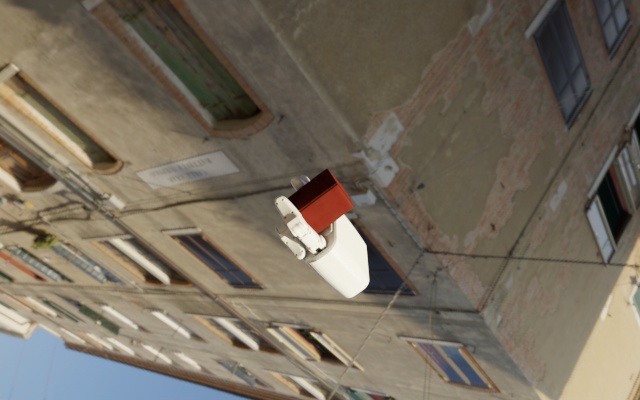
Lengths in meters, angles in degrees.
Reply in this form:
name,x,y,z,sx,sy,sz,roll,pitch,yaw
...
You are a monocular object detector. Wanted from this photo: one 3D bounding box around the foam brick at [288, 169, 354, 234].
name,x,y,z,sx,sy,sz,roll,pitch,yaw
foam brick,0.000,0.002,0.699,0.078,0.051,0.053,-37,32,7
